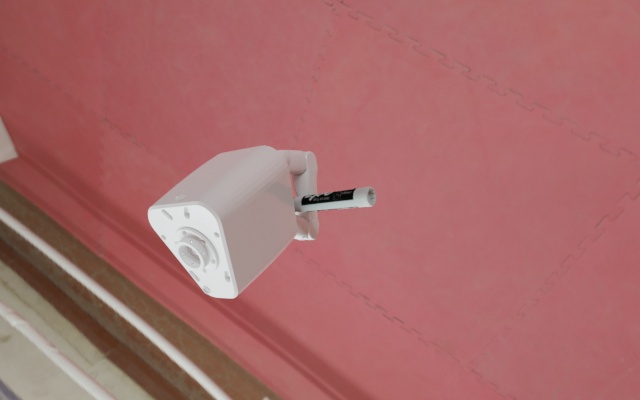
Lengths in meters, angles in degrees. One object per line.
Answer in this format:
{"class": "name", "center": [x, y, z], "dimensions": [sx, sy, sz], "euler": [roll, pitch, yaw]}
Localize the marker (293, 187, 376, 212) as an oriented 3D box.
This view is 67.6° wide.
{"class": "marker", "center": [0.000, 0.002, 0.489], "dimensions": [0.121, 0.020, 0.020], "euler": [-6, -4, 35]}
